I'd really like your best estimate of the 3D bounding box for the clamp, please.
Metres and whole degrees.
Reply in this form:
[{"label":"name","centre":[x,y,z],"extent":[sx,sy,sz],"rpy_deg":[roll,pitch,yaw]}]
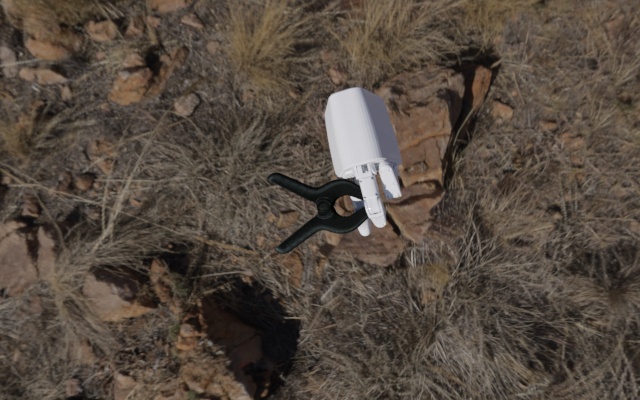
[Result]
[{"label":"clamp","centre":[0.000,0.002,0.697],"extent":[0.171,0.120,0.039],"rpy_deg":[-15,4,10]}]
